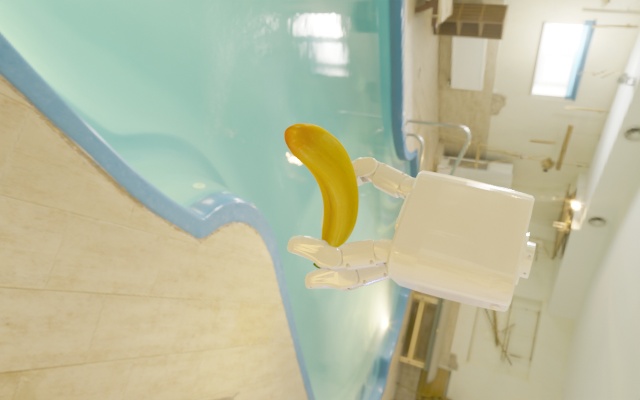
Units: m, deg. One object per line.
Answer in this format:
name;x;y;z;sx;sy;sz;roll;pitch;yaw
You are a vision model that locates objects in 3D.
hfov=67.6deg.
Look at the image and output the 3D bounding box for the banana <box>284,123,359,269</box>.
banana;0.009;-0.010;0.453;0.037;0.069;0.198;16;-36;23
